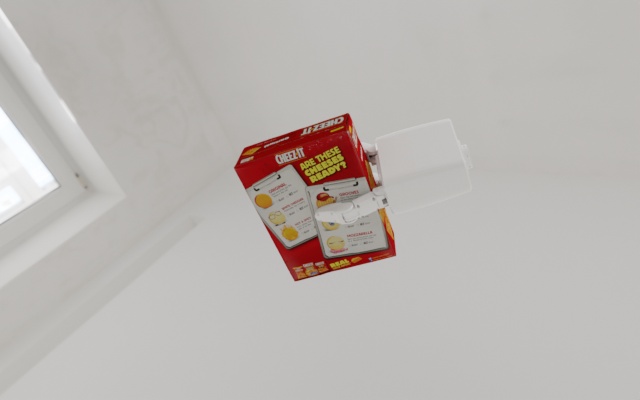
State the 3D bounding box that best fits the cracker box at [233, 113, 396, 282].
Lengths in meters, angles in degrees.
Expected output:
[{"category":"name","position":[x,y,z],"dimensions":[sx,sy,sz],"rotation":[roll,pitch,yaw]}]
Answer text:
[{"category":"cracker box","position":[0.000,0.002,0.686],"dimensions":[0.164,0.214,0.072],"rotation":[-16,30,14]}]
